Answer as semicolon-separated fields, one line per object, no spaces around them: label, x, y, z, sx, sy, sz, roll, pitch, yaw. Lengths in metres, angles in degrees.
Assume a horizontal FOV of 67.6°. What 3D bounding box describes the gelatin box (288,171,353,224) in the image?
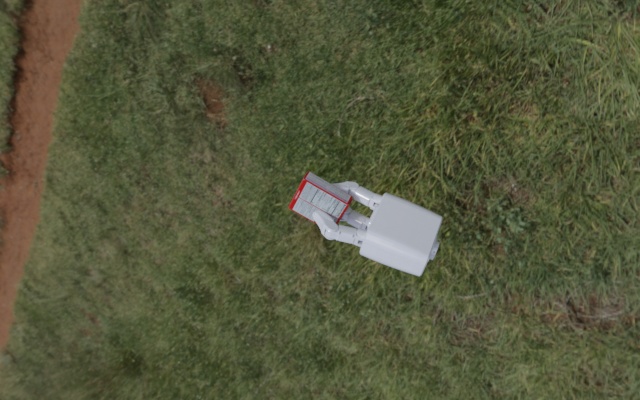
gelatin box;0.000;0.003;0.810;0.089;0.073;0.030;29;39;-1
